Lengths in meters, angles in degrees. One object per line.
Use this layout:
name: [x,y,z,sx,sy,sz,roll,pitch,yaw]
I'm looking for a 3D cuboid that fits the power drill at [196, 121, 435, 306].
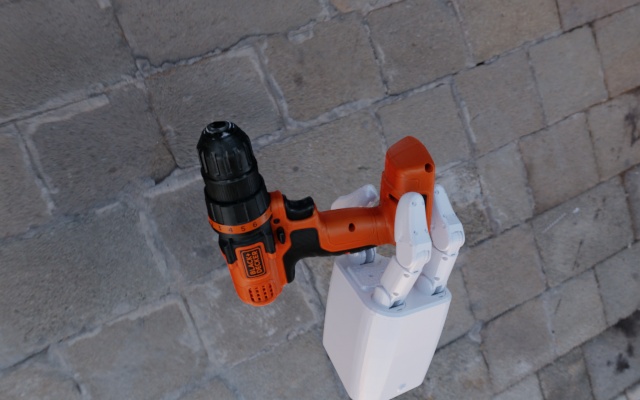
power drill: [0.001,0.001,0.408,0.187,0.185,0.057,-12,41,-7]
